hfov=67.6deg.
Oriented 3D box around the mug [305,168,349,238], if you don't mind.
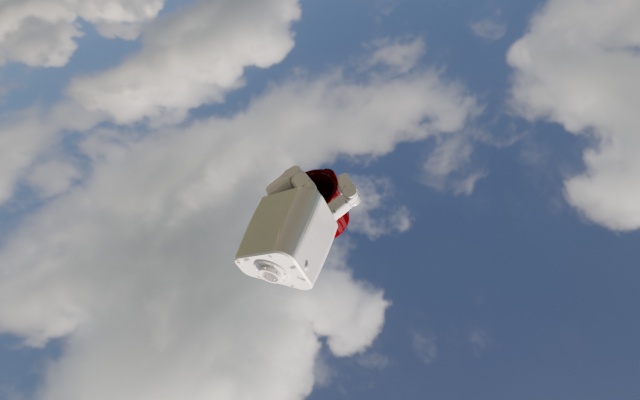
[{"bbox_3d":[0.001,0.002,0.761,0.093,0.117,0.082,1,-40,28],"label":"mug"}]
